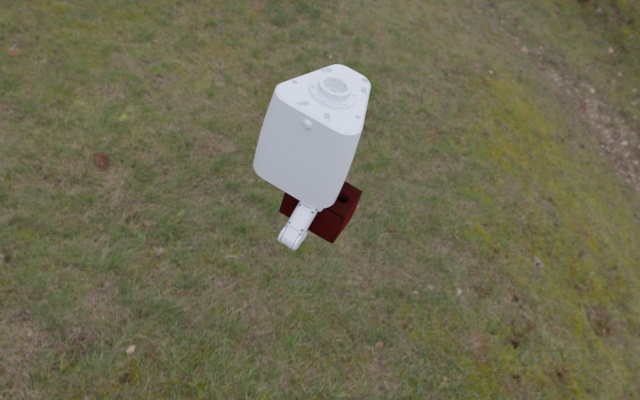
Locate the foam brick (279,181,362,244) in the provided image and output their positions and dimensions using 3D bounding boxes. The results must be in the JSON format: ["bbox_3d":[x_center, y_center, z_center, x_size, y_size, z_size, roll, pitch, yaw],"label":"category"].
[{"bbox_3d":[0.000,0.002,0.560,0.078,0.051,0.053,30,46,7],"label":"foam brick"}]
